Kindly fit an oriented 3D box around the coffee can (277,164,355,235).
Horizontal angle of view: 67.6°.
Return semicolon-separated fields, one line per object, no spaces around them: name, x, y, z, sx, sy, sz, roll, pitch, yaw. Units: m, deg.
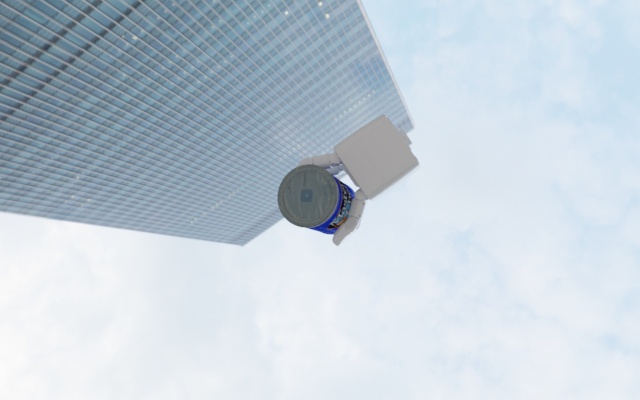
coffee can;0.000;0.003;0.823;0.103;0.103;0.140;0;-9;19
